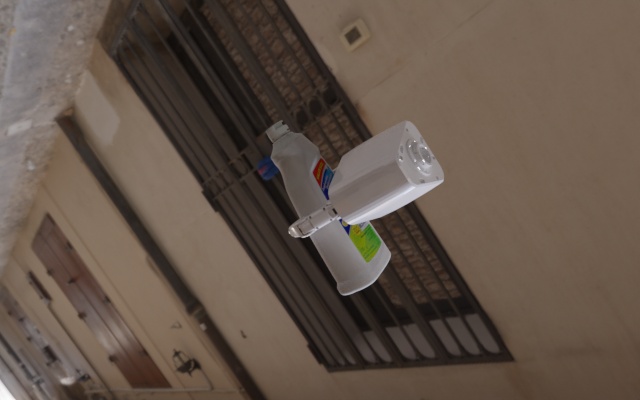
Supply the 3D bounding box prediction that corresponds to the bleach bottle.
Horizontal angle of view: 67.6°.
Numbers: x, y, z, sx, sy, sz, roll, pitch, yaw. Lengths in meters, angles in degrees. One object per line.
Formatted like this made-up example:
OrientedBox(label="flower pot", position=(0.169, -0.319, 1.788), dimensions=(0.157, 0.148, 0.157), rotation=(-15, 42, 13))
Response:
OrientedBox(label="bleach bottle", position=(0.000, 0.002, 0.674), dimensions=(0.068, 0.251, 0.102), rotation=(-30, 6, 34))
